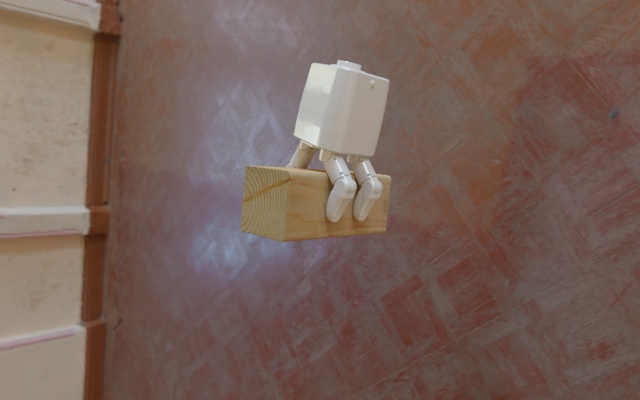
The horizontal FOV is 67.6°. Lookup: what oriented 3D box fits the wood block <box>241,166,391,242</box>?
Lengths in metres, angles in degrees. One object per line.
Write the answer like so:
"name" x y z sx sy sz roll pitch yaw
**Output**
"wood block" 0.000 0.002 0.676 0.091 0.090 0.206 10 7 44
